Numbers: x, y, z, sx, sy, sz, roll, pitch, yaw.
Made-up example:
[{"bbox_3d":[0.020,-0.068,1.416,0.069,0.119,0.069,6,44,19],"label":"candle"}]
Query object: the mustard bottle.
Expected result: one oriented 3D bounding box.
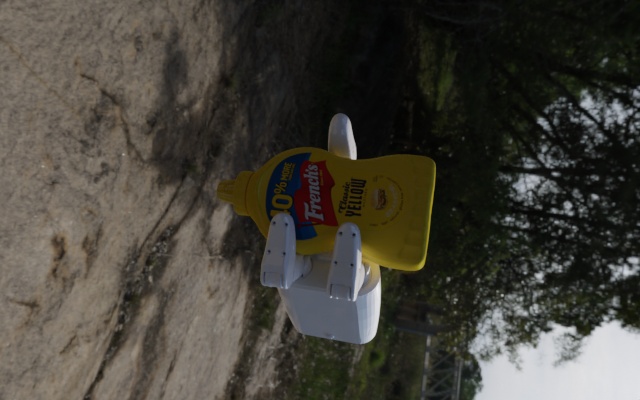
[{"bbox_3d":[0.000,0.001,0.421,0.191,0.096,0.058,7,-16,13],"label":"mustard bottle"}]
